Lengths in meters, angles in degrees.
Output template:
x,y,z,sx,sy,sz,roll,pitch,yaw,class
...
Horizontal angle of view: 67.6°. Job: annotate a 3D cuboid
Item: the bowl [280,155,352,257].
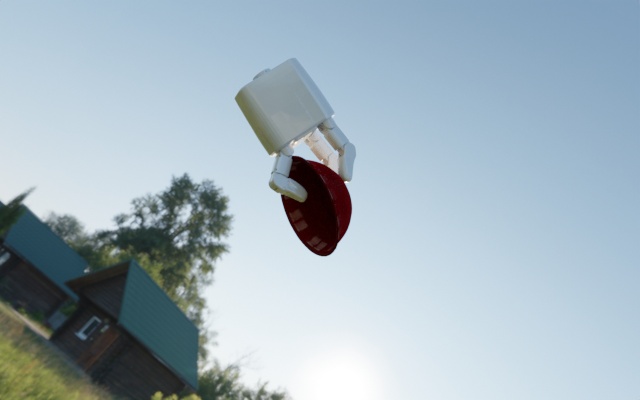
x,y,z,sx,sy,sz,roll,pitch,yaw,class
0.001,0.004,0.736,0.055,0.162,0.162,-20,10,-29,bowl
